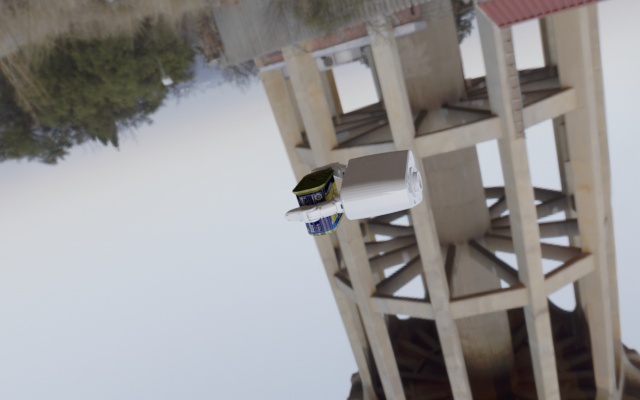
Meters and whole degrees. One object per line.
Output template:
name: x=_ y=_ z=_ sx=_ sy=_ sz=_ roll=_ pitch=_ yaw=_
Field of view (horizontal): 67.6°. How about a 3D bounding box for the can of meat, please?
can of meat: x=0.000 y=0.003 z=0.815 sx=0.057 sy=0.084 sz=0.102 roll=-12 pitch=18 yaw=19
